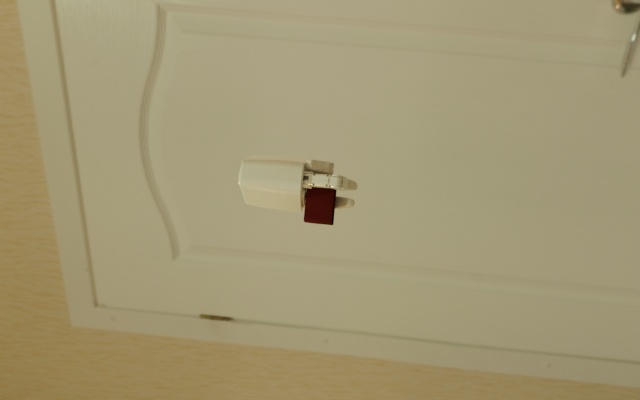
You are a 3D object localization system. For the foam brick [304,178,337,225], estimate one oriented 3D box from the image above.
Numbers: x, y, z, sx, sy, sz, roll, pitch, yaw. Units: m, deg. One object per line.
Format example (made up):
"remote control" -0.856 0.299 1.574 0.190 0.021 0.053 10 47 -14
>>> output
"foam brick" 0.000 0.003 0.830 0.051 0.078 0.053 5 -6 0
